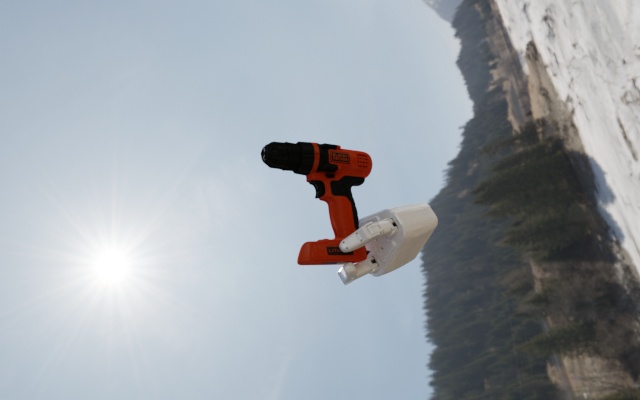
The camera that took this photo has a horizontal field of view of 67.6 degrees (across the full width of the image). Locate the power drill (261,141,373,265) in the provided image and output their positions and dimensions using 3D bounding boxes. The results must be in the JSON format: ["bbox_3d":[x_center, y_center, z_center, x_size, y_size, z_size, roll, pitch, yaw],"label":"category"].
[{"bbox_3d":[0.000,0.003,0.723,0.184,0.187,0.057,4,-14,-24],"label":"power drill"}]
